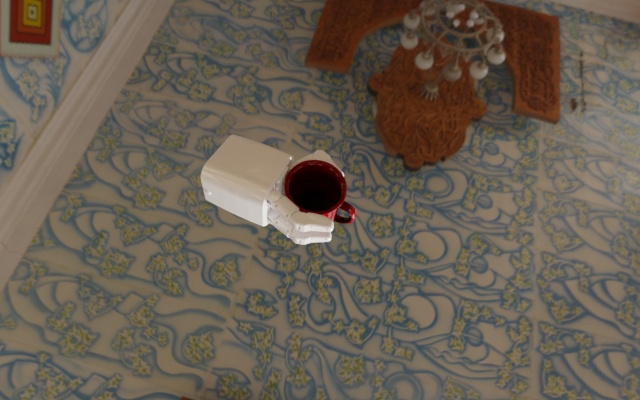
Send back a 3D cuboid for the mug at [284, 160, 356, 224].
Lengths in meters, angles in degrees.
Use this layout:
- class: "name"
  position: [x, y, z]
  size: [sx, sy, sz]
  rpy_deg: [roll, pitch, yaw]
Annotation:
- class: "mug"
  position: [0.001, 0.003, 0.735]
  size: [0.117, 0.093, 0.081]
  rpy_deg: [24, -27, 6]
